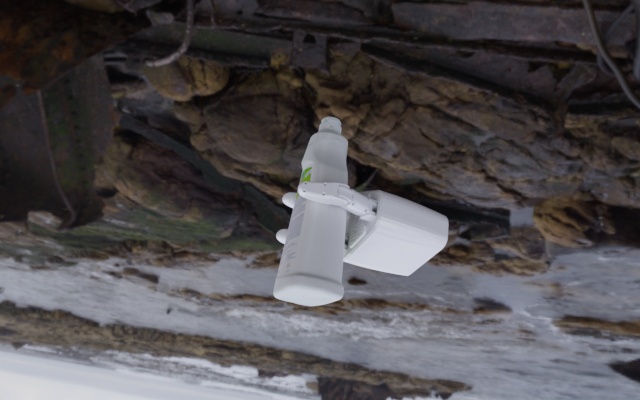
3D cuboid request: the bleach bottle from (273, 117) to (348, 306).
[{"bbox_3d":[0.000,0.002,0.612,0.068,0.250,0.102,18,-24,-19],"label":"bleach bottle"}]
